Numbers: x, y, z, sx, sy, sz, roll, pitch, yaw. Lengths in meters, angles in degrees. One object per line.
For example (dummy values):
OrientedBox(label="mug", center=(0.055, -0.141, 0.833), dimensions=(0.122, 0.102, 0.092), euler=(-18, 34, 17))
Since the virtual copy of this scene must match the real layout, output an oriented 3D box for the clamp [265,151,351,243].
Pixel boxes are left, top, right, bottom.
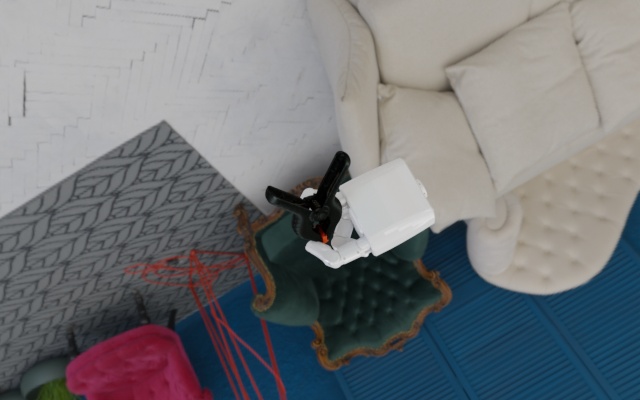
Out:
OrientedBox(label="clamp", center=(0.000, 0.003, 0.668), dimensions=(0.120, 0.039, 0.172), euler=(-27, -31, -1))
